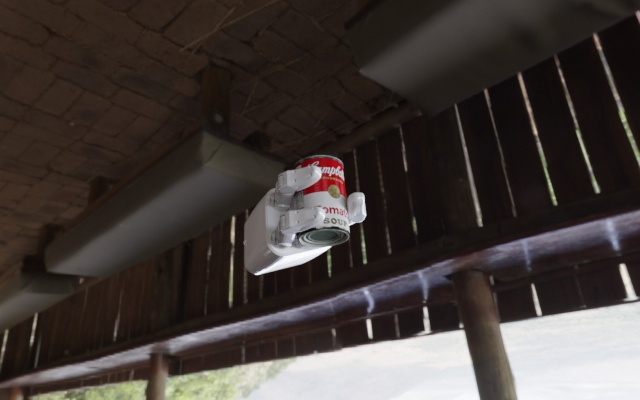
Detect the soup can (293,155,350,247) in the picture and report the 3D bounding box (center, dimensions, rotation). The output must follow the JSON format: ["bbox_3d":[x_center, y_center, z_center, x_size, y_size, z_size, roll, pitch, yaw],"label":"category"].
[{"bbox_3d":[0.000,0.002,0.617,0.068,0.102,0.068,-4,-24,-2],"label":"soup can"}]
